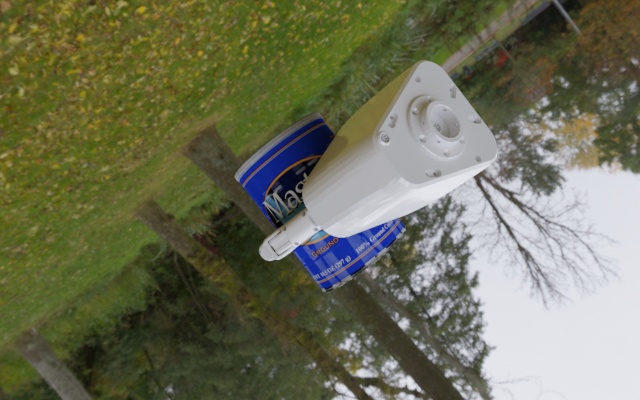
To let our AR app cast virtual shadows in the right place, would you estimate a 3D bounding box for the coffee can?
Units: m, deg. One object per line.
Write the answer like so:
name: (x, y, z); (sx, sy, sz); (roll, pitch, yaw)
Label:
coffee can: (0.000, 0.001, 0.463); (0.103, 0.140, 0.103); (-37, 0, 0)
